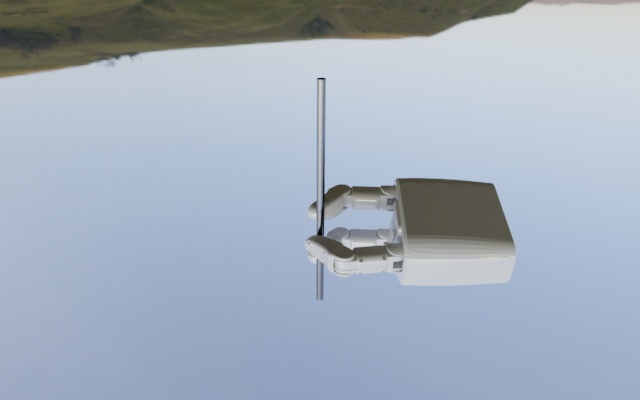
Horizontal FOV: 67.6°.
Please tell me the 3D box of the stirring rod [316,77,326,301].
[{"bbox_3d":[0.000,0.001,0.465,0.011,0.240,0.011,0,29,0],"label":"stirring rod"}]
